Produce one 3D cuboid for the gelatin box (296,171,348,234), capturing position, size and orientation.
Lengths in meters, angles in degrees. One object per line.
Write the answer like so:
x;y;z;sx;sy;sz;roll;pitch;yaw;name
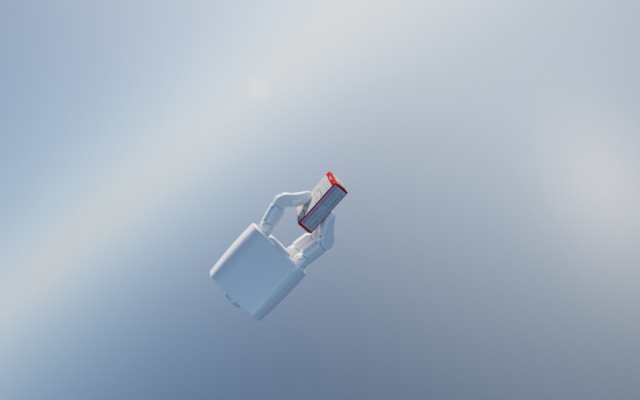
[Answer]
0.000;0.002;0.761;0.030;0.089;0.073;39;9;-16;gelatin box
